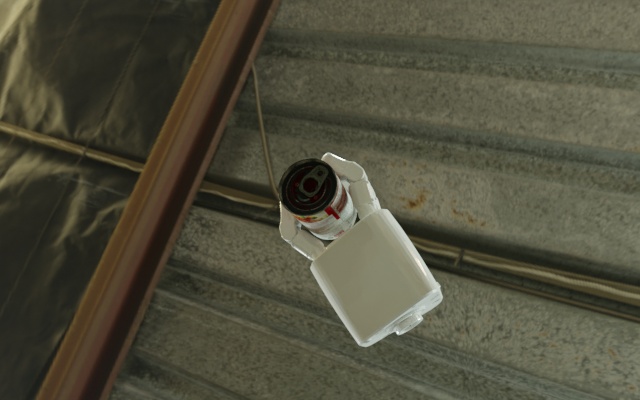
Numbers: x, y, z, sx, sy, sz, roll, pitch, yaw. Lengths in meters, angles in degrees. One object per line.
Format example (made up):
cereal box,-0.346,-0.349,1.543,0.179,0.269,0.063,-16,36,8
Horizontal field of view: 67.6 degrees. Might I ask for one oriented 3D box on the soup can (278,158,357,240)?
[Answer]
soup can,0.000,0.002,0.562,0.068,0.068,0.102,0,-20,17
